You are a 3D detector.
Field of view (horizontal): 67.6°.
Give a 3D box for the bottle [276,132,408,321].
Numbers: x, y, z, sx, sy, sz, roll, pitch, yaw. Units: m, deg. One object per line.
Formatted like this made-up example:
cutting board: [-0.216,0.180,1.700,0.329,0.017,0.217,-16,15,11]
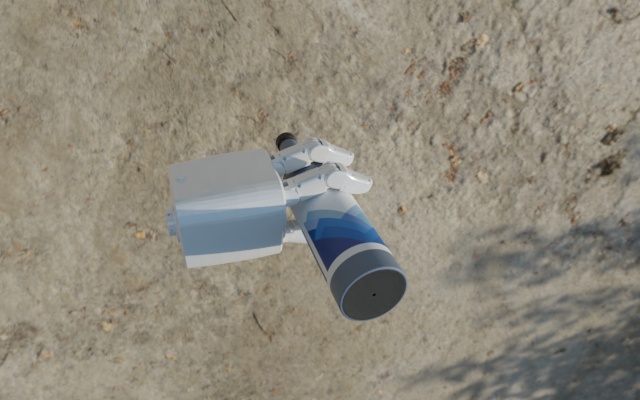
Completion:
bottle: [0.000,0.002,0.534,0.069,0.069,0.295,0,34,-23]
